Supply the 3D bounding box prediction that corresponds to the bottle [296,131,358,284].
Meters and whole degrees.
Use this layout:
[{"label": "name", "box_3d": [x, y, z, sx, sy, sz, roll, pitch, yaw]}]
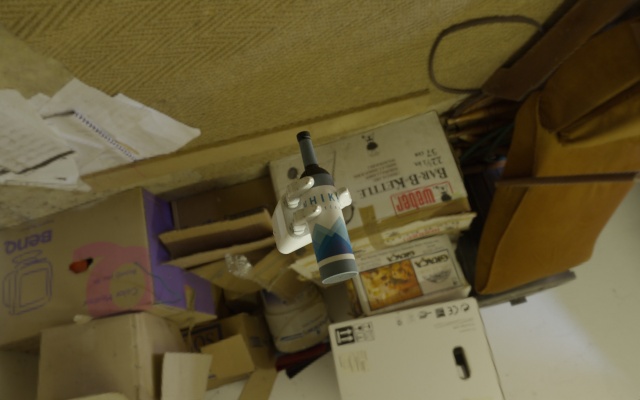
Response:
[{"label": "bottle", "box_3d": [0.000, 0.003, 0.891, 0.069, 0.295, 0.069, -13, -20, -5]}]
